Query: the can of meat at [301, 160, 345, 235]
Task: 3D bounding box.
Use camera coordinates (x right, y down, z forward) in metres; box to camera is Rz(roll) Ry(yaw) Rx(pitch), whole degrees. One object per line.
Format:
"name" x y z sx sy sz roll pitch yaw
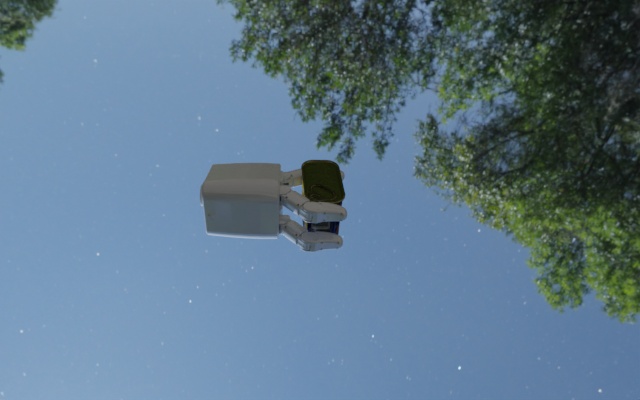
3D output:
"can of meat" 0.000 0.003 0.710 0.057 0.084 0.102 0 39 -7
